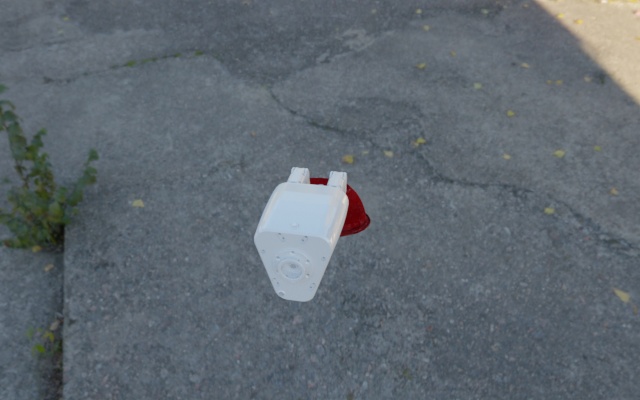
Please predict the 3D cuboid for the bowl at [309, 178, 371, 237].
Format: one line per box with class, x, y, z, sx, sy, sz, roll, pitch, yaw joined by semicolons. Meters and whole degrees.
bowl;0.000;0.002;0.751;0.162;0.055;0.162;3;18;-1
